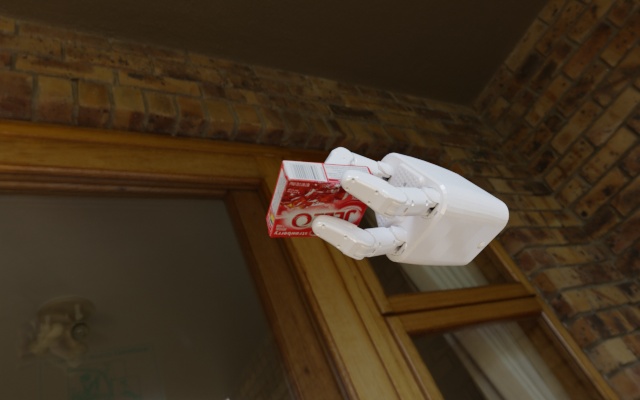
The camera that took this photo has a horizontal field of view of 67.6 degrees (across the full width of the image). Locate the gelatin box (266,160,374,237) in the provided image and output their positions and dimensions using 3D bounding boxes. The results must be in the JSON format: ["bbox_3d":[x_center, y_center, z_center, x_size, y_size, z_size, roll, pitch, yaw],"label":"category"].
[{"bbox_3d":[0.000,0.001,0.450,0.089,0.073,0.030,2,43,-22],"label":"gelatin box"}]
